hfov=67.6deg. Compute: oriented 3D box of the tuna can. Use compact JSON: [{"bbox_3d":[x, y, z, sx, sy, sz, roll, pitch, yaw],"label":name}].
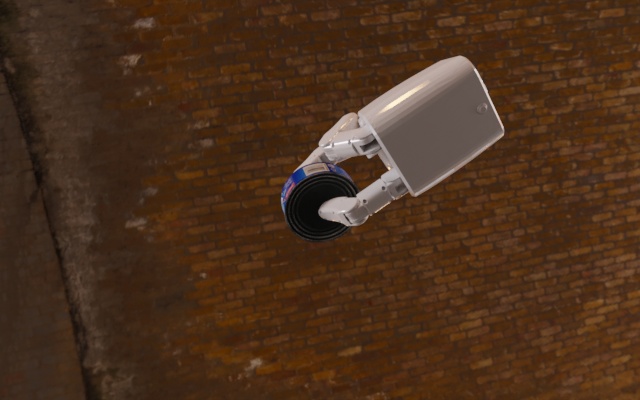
[{"bbox_3d":[0.000,0.001,0.527,0.086,0.086,0.033,0,27,-15],"label":"tuna can"}]
